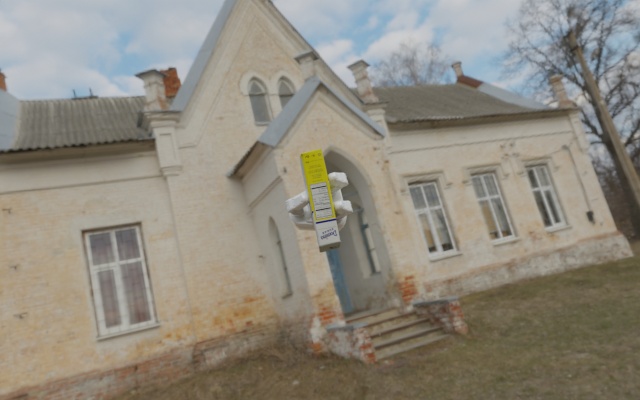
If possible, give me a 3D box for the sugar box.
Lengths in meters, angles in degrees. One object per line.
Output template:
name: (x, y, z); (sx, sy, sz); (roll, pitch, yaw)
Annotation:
sugar box: (0.001, 0.003, 0.887); (0.048, 0.176, 0.093); (-14, -12, -3)
